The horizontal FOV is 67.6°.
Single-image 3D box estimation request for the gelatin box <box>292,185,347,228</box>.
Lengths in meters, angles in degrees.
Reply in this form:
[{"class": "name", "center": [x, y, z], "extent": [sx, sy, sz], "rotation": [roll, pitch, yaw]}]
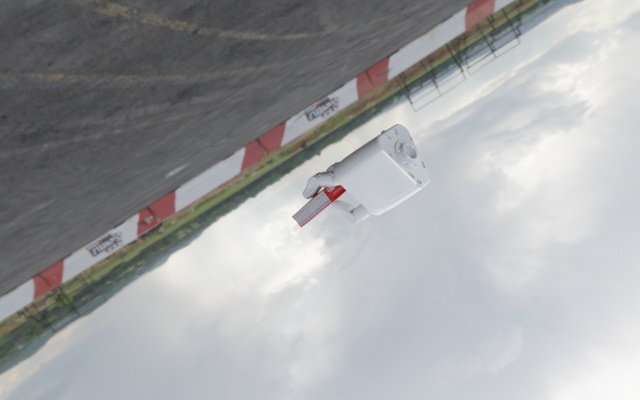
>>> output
[{"class": "gelatin box", "center": [0.000, 0.003, 0.845], "extent": [0.089, 0.030, 0.073], "rotation": [-41, -2, 32]}]
